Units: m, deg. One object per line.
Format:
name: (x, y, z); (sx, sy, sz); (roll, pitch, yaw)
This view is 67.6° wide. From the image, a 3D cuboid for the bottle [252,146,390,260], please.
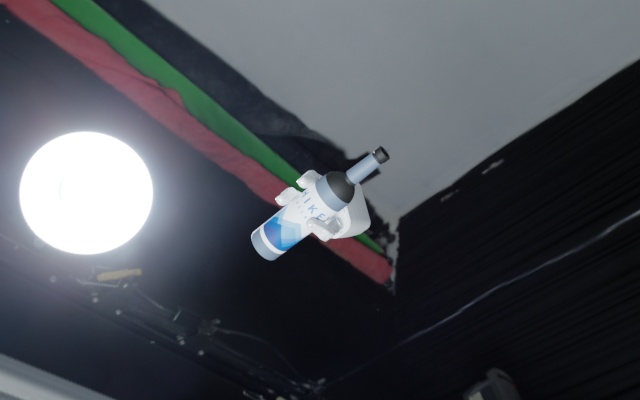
bottle: (0.000, 0.003, 0.849); (0.296, 0.069, 0.069); (-38, -17, 24)
